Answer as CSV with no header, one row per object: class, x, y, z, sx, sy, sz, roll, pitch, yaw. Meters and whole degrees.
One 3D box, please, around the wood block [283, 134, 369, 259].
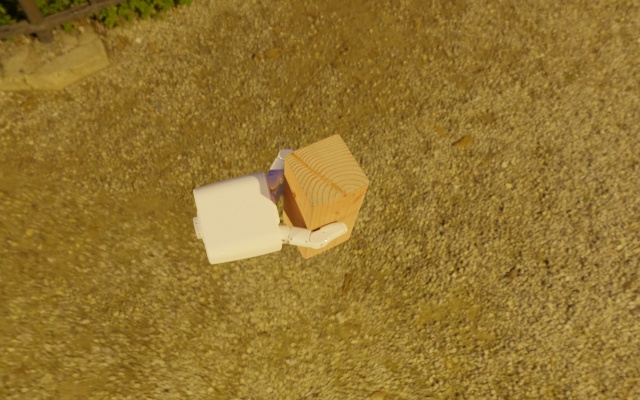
wood block,0.000,0.003,0.743,0.090,0.090,0.206,-24,-22,-16
